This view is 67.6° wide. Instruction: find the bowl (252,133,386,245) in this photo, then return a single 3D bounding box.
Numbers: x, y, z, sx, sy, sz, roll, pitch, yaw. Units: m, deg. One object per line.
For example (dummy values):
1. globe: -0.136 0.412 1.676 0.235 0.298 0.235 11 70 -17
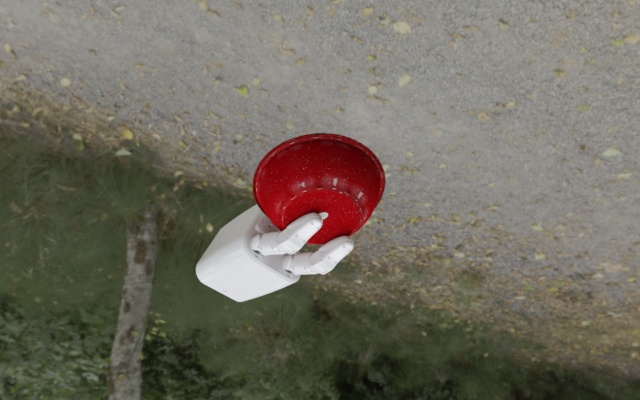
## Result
1. bowl: 0.001 0.001 0.560 0.162 0.162 0.055 0 43 -5
